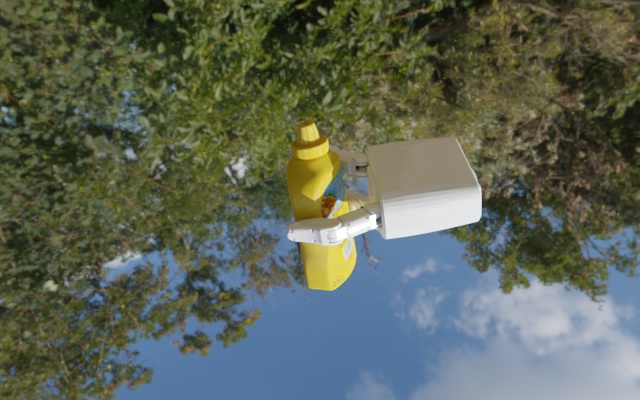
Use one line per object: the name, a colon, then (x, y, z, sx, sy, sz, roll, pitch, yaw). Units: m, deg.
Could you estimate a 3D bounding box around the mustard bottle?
mustard bottle: (0.000, 0.002, 0.551, 0.058, 0.192, 0.096, 3, 30, 22)
